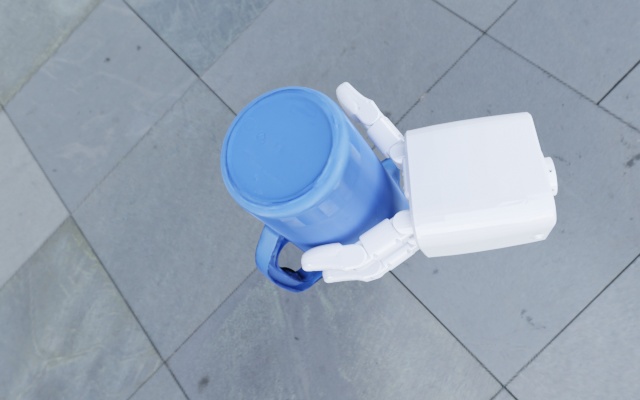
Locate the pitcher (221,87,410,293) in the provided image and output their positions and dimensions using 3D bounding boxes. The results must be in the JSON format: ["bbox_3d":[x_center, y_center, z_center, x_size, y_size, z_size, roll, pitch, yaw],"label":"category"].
[{"bbox_3d":[0.000,0.001,0.465,0.145,0.149,0.243,-9,-19,16],"label":"pitcher"}]
